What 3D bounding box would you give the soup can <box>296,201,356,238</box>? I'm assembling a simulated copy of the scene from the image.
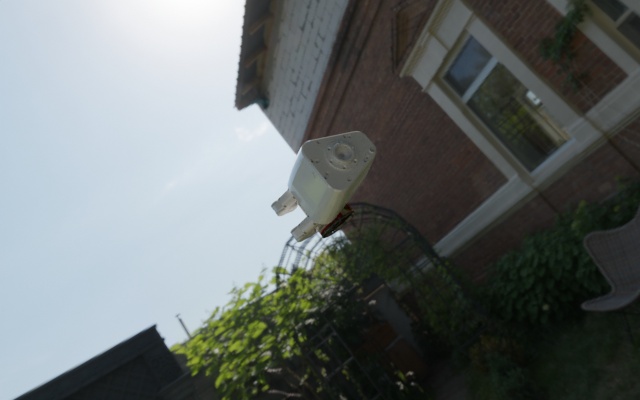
[{"bbox_3d":[0.000,0.003,0.792,0.068,0.102,0.068,-36,-14,-10],"label":"soup can"}]
